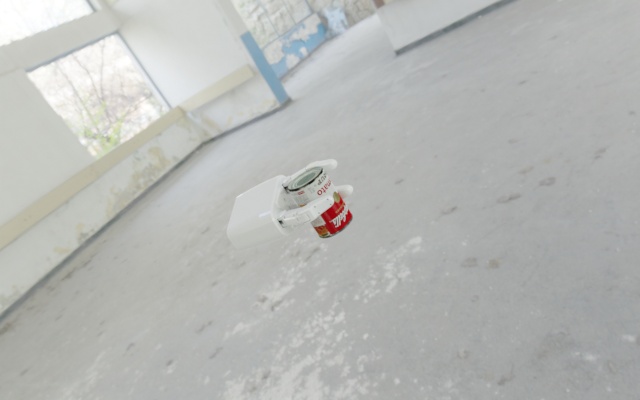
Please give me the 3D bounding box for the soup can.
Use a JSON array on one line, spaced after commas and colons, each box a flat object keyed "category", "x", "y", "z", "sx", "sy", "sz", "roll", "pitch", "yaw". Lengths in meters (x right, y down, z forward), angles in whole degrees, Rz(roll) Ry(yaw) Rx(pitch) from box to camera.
[{"category": "soup can", "x": 0.000, "y": 0.002, "z": 0.791, "sx": 0.068, "sy": 0.102, "sz": 0.068, "roll": -29, "pitch": 21, "yaw": 12}]
